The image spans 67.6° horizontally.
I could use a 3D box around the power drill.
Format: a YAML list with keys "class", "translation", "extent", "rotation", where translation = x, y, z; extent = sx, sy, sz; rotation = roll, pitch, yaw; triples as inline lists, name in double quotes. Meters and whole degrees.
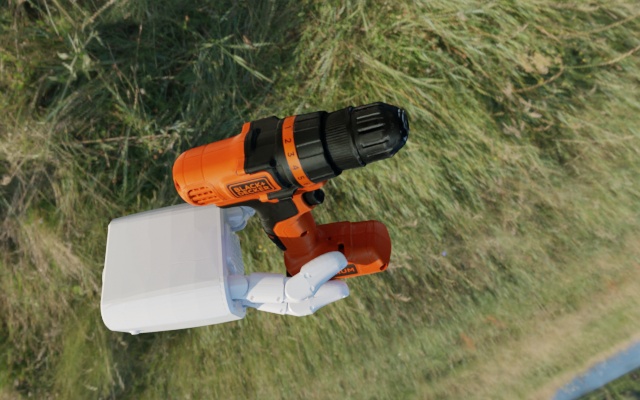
- class: "power drill"
  translation: [0.000, 0.002, 0.405]
  extent: [0.184, 0.057, 0.188]
  rotation: [-10, -38, 20]
